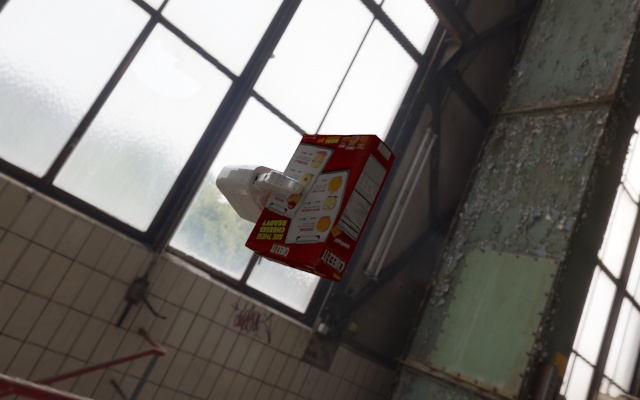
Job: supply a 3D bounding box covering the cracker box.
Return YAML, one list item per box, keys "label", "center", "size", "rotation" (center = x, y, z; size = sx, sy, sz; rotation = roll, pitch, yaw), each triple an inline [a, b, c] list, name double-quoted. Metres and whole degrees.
- label: "cracker box"
  center: [0.000, 0.002, 0.731]
  size: [0.164, 0.213, 0.072]
  rotation: [8, -23, 46]
